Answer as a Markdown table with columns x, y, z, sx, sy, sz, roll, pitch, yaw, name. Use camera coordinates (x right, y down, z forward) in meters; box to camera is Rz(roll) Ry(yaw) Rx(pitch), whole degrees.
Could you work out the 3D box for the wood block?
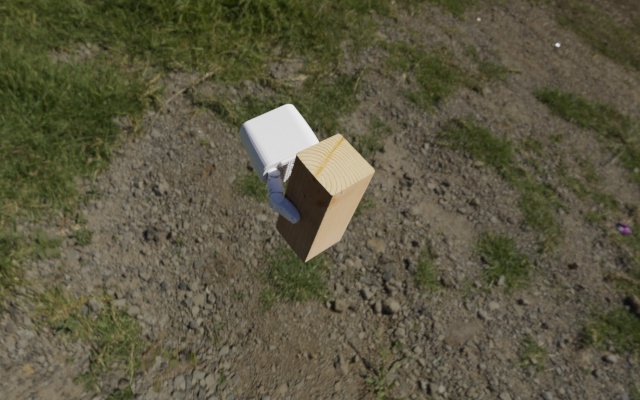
| x | y | z | sx | sy | sz | roll | pitch | yaw | name |
| --- | --- | --- | --- | --- | --- | --- | --- | --- | --- |
| 0.000 | 0.002 | 0.789 | 0.091 | 0.090 | 0.206 | -29 | -23 | -30 | wood block |
